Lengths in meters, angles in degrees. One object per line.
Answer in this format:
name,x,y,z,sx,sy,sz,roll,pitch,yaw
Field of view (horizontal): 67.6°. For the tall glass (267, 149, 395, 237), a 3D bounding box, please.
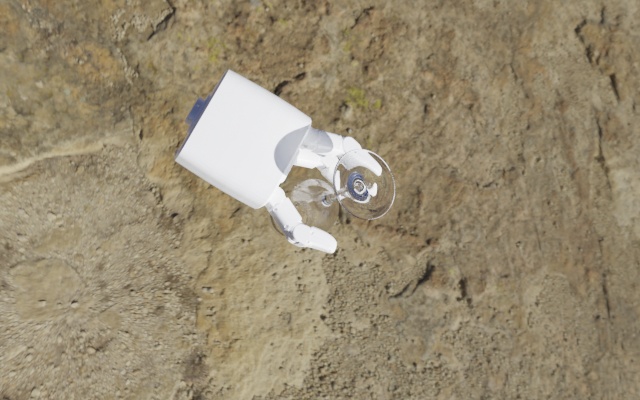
tall glass,0.000,0.002,0.571,0.079,0.079,0.201,0,-11,-27
